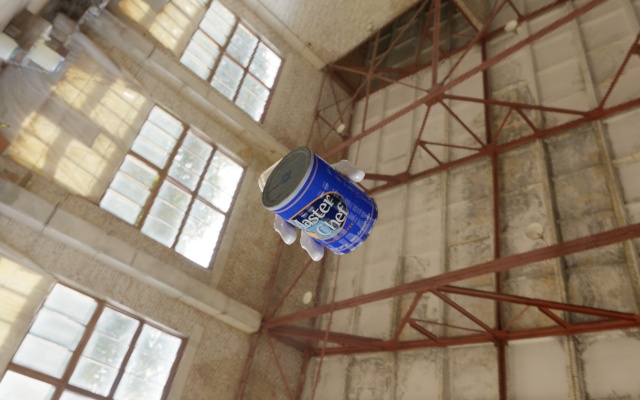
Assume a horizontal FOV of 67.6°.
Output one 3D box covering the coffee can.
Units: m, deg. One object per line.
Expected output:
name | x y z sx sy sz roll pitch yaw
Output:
coffee can | 0.000 0.002 0.699 0.140 0.102 0.103 36 -19 -29
